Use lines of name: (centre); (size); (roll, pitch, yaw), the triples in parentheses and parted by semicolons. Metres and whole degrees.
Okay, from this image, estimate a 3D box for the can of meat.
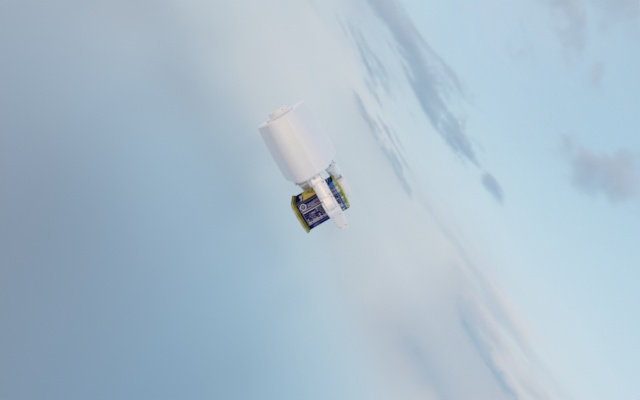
can of meat: (0.000, 0.003, 0.812); (0.084, 0.057, 0.102); (-30, 11, 5)
